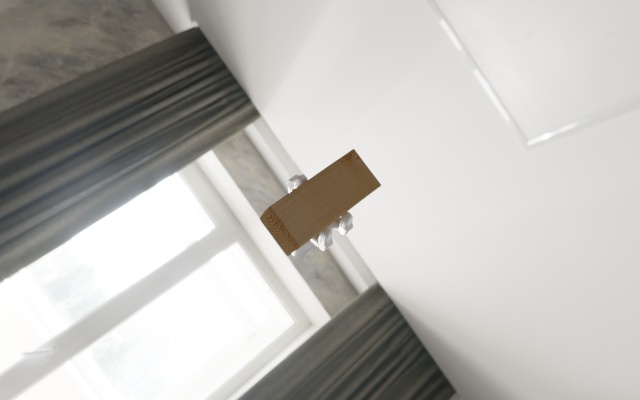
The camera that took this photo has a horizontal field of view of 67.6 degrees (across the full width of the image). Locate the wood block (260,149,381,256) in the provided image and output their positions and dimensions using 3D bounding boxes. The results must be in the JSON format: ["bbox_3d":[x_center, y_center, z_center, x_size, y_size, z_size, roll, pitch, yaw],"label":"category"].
[{"bbox_3d":[0.000,0.003,0.896,0.206,0.091,0.090,-36,-2,-25],"label":"wood block"}]
